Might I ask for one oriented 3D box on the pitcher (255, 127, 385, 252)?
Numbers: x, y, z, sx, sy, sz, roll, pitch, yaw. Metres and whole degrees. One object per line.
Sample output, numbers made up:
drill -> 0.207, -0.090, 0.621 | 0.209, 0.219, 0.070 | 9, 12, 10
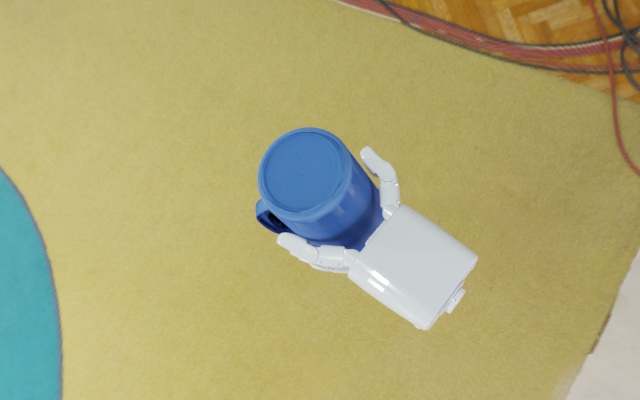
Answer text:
pitcher -> 0.000, 0.002, 0.617 | 0.145, 0.149, 0.243 | 37, -3, 21
